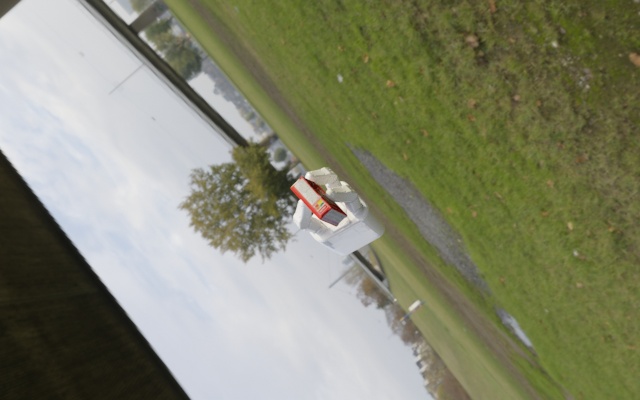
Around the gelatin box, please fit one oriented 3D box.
[{"bbox_3d":[0.000,0.003,0.769,0.073,0.030,0.089,47,8,21],"label":"gelatin box"}]
